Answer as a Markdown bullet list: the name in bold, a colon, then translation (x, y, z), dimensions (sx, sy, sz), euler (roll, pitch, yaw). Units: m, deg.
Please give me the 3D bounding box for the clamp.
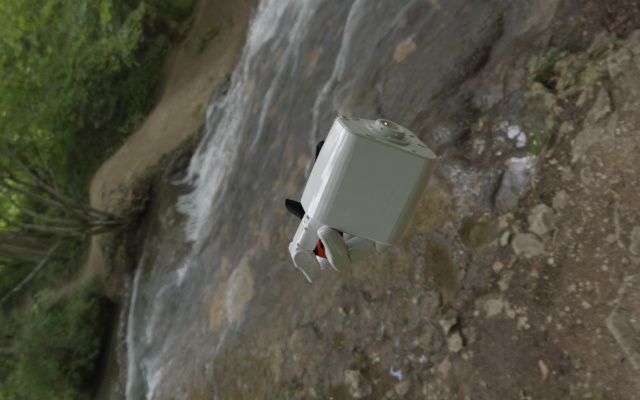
- **clamp**: translation (0.000, 0.002, 0.606), dimensions (0.039, 0.120, 0.171), euler (9, 28, -24)
